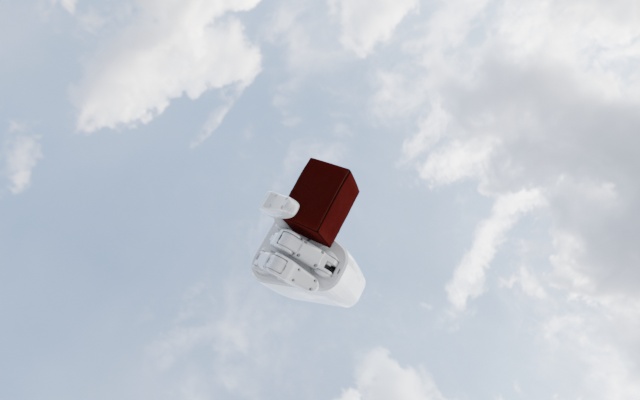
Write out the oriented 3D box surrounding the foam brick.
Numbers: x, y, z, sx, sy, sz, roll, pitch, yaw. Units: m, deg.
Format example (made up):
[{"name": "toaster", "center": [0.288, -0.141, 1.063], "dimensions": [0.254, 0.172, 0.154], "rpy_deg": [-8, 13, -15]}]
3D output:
[{"name": "foam brick", "center": [0.000, 0.001, 0.531], "dimensions": [0.053, 0.078, 0.051], "rpy_deg": [22, -15, 27]}]
